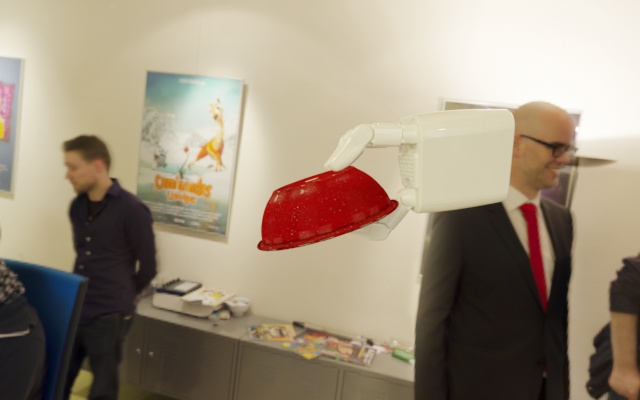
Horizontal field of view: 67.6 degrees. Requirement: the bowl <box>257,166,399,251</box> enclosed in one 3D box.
[{"bbox_3d":[-0.001,0.002,0.518,0.162,0.055,0.162,-18,7,2],"label":"bowl"}]
